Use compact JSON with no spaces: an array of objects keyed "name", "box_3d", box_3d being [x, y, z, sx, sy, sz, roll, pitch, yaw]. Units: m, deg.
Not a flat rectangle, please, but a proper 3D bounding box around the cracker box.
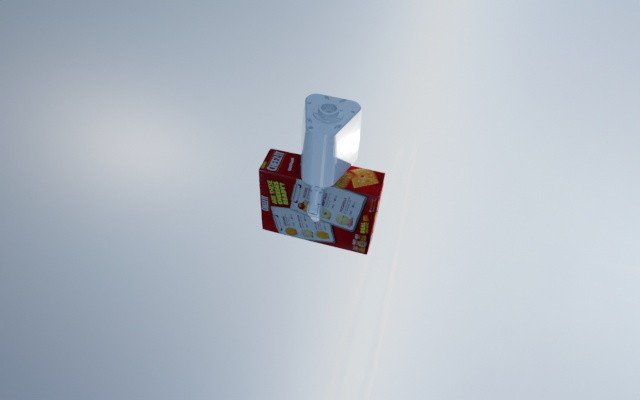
[{"name":"cracker box","box_3d":[0.000,0.003,0.881,0.213,0.072,0.164,13,-43,9]}]
